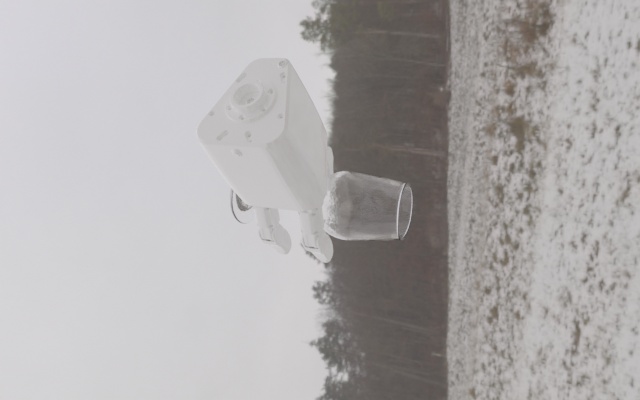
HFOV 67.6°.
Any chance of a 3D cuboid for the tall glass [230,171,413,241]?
[{"bbox_3d":[0.000,0.002,0.549,0.201,0.079,0.079,7,2,23],"label":"tall glass"}]
